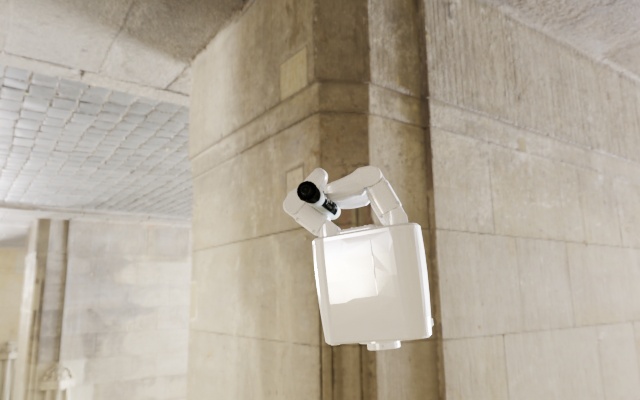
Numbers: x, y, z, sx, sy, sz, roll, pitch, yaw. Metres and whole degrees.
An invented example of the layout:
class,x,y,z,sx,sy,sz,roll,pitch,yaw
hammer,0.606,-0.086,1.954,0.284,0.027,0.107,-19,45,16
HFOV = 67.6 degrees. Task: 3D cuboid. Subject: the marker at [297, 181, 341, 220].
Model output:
class,x,y,z,sx,sy,sz,roll,pitch,yaw
marker,0.000,0.001,0.473,0.020,0.020,0.121,0,-10,13
